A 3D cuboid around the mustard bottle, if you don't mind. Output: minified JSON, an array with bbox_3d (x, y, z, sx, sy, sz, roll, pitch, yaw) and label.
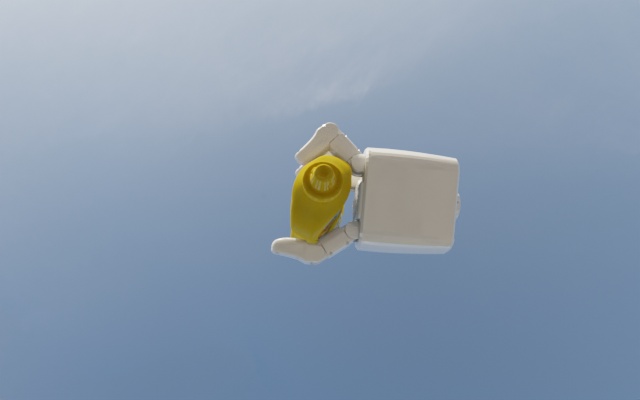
[{"bbox_3d":[0.000,0.002,0.542,0.058,0.096,0.192,28,-16,6],"label":"mustard bottle"}]
